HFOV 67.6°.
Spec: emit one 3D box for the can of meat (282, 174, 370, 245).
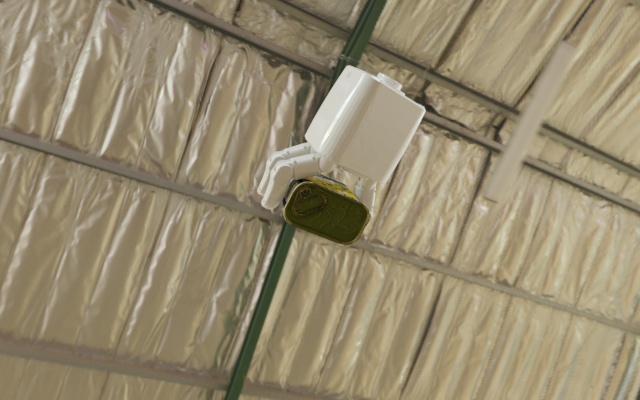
[{"bbox_3d":[0.000,0.002,0.595,0.102,0.057,0.084,22,15,-20],"label":"can of meat"}]
